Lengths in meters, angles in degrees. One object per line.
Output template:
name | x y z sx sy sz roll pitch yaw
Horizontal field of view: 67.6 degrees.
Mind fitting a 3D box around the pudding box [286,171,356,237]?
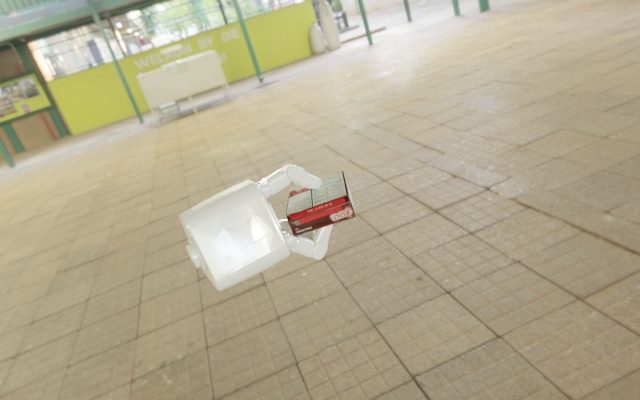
pudding box | 0.000 0.002 0.681 0.090 0.039 0.113 -18 22 6
